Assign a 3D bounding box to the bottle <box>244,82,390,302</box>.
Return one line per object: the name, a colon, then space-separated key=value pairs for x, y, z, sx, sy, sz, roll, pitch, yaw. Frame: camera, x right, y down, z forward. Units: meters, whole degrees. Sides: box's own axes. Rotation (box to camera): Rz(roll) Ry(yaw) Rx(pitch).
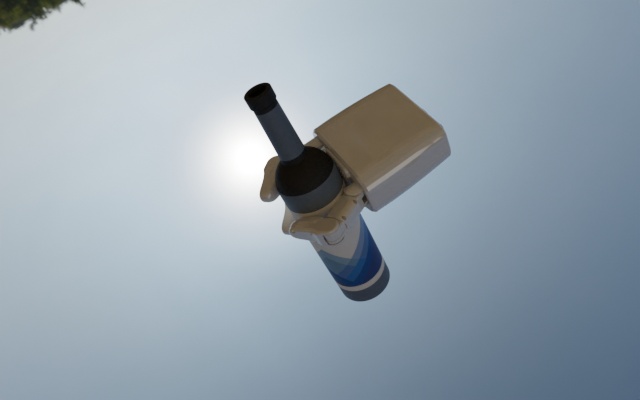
bottle: x=0.000 y=0.002 z=0.519 sx=0.069 sy=0.069 sz=0.296 roll=0 pitch=-43 yaw=32
